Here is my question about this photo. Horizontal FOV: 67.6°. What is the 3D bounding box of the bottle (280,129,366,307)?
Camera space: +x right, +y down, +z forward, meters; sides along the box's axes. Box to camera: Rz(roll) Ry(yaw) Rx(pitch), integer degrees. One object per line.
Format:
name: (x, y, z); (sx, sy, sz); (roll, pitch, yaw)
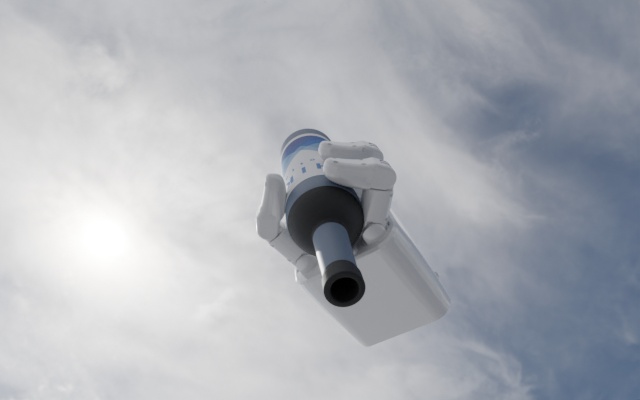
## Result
bottle: (0.000, 0.001, 0.440); (0.069, 0.069, 0.295); (0, 22, -7)
